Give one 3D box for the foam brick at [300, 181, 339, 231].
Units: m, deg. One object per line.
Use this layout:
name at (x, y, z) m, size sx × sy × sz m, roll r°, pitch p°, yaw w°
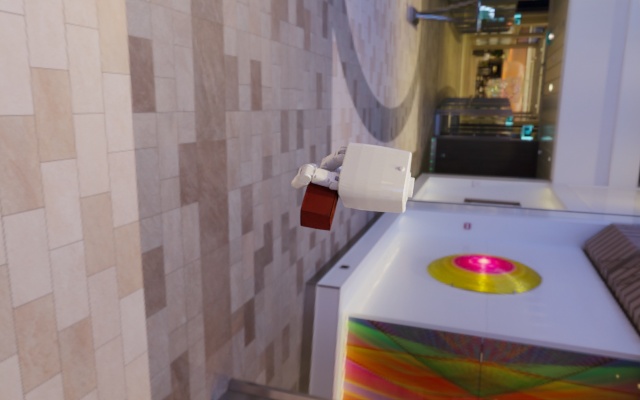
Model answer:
foam brick at (0.000, 0.003, 0.792) m, size 0.051 × 0.078 × 0.053 m, roll 12°, pitch -30°, yaw 6°
